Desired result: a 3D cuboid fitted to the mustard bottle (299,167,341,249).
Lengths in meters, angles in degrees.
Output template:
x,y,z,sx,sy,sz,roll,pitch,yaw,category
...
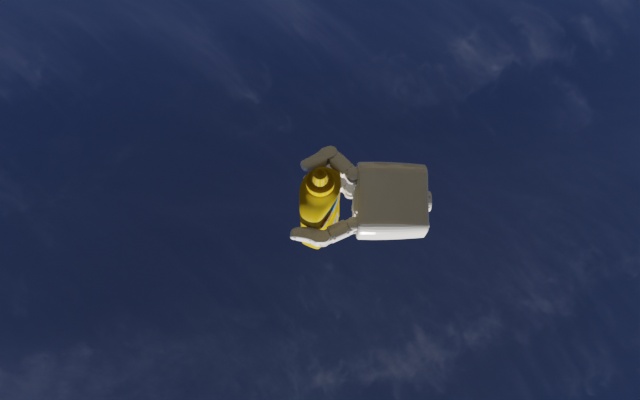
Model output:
x,y,z,sx,sy,sz,roll,pitch,yaw,category
0.000,0.002,0.741,0.058,0.096,0.192,22,-22,9,mustard bottle
